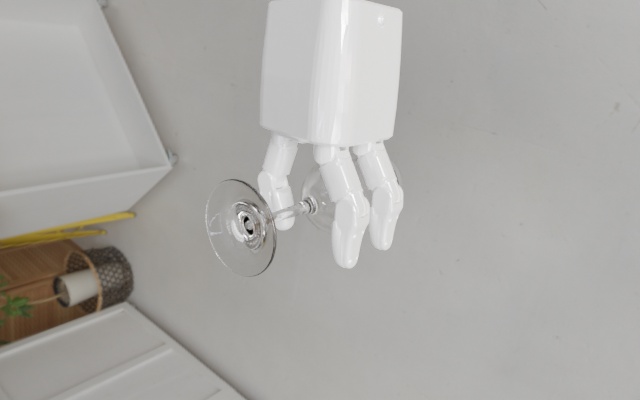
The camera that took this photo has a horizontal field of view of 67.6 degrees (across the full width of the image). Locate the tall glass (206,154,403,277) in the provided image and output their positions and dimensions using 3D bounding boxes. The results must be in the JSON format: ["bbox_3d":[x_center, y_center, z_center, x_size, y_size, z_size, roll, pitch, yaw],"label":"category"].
[{"bbox_3d":[0.000,0.002,0.428,0.079,0.079,0.201,0,11,38],"label":"tall glass"}]
